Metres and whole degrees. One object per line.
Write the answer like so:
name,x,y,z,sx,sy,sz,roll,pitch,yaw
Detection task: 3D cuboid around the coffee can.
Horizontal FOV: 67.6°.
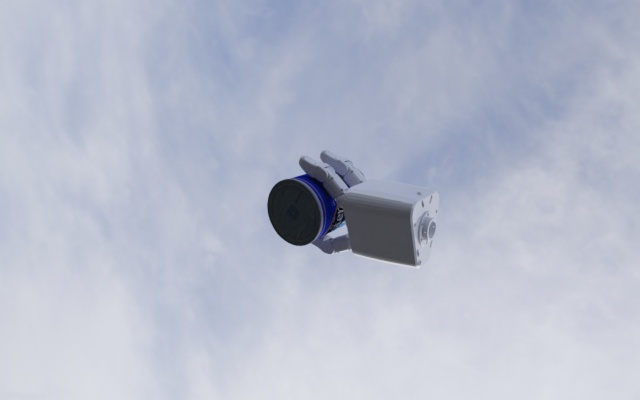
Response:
coffee can,0.000,0.003,0.756,0.103,0.103,0.140,0,14,37
